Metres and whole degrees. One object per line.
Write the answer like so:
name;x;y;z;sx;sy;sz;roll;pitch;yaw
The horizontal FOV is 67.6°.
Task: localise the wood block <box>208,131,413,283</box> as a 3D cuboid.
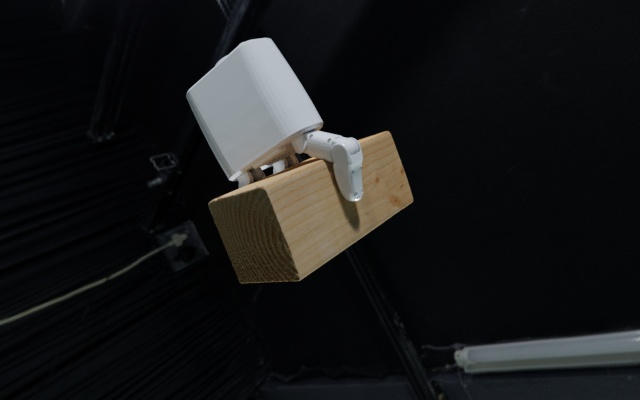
wood block;0.000;0.001;0.508;0.091;0.090;0.206;-12;11;44
